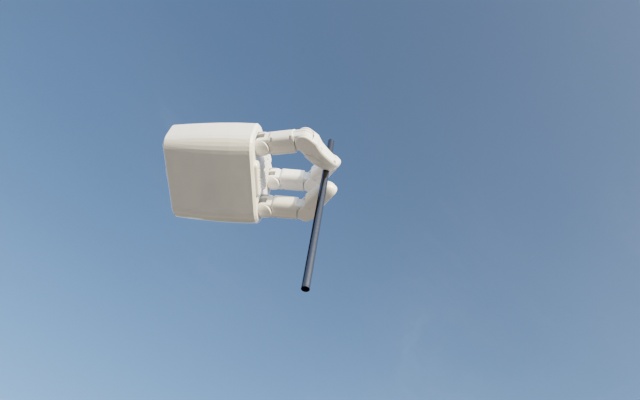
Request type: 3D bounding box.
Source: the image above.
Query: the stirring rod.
[{"bbox_3d":[0.000,0.002,0.511,0.011,0.011,0.239,0,39,8],"label":"stirring rod"}]
